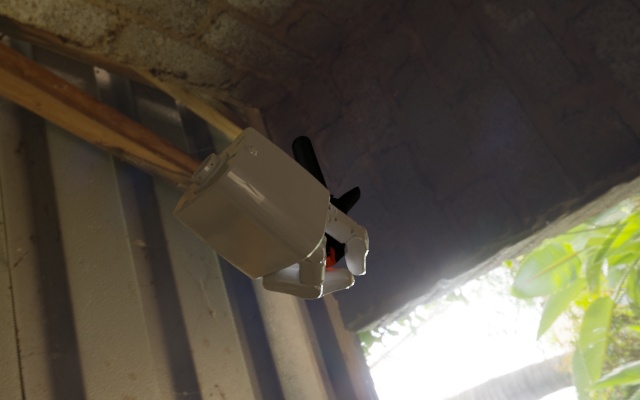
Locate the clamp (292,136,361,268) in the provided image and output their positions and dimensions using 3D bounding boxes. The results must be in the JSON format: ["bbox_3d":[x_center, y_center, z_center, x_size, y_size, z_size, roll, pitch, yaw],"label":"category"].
[{"bbox_3d":[0.000,0.002,0.550,0.039,0.120,0.171,-37,23,28],"label":"clamp"}]
